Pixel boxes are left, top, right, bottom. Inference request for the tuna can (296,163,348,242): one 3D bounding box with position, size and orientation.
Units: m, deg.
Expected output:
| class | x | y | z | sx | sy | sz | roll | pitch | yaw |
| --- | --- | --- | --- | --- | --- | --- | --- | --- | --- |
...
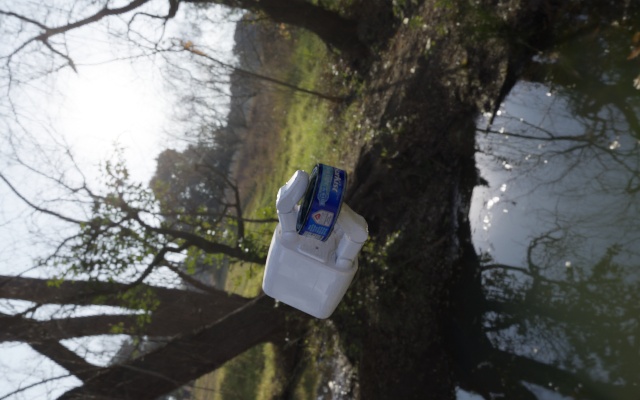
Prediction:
| class | x | y | z | sx | sy | sz | roll | pitch | yaw |
| --- | --- | --- | --- | --- | --- | --- | --- | --- | --- |
| tuna can | 0.000 | 0.002 | 0.541 | 0.034 | 0.086 | 0.086 | 17 | -3 | -9 |
